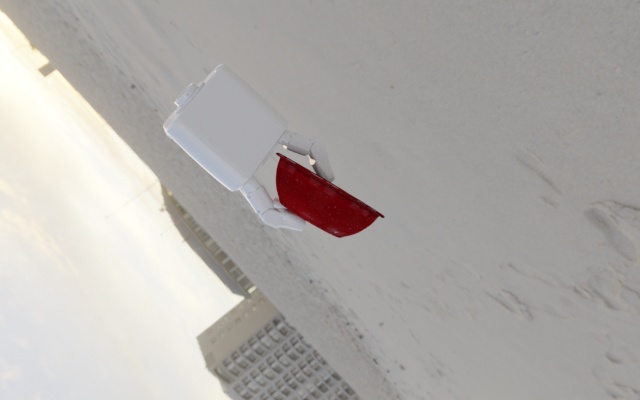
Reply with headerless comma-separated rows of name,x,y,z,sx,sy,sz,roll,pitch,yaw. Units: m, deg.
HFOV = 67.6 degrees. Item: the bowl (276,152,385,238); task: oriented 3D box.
bowl,0.001,0.003,0.615,0.162,0.055,0.162,30,1,-1
